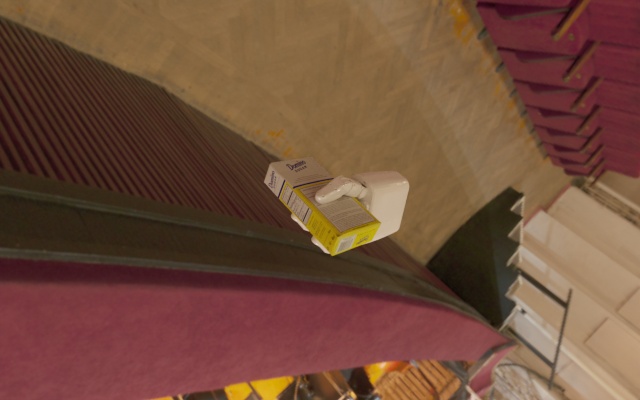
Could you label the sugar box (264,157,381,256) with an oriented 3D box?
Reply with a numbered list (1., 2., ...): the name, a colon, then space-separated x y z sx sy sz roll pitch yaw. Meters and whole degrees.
1. sugar box: 0.000 0.003 0.742 0.093 0.048 0.176 -14 46 -42
